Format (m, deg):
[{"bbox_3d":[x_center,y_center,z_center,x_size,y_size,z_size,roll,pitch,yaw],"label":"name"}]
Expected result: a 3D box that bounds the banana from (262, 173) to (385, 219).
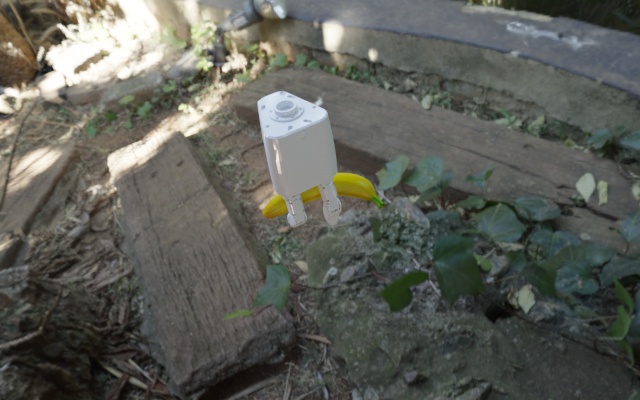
[{"bbox_3d":[0.002,-0.012,0.783,0.198,0.069,0.037,-6,-42,0],"label":"banana"}]
